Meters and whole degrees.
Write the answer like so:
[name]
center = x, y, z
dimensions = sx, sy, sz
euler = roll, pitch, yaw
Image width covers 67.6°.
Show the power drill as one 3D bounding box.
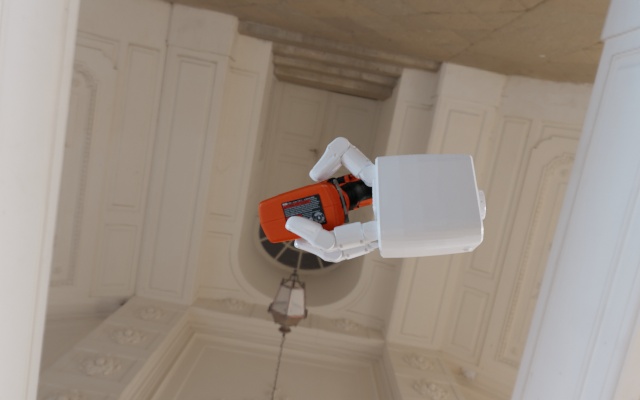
[power drill]
center = 0.000, 0.002, 0.624
dimensions = 0.184, 0.057, 0.187
euler = -17, 4, 28
